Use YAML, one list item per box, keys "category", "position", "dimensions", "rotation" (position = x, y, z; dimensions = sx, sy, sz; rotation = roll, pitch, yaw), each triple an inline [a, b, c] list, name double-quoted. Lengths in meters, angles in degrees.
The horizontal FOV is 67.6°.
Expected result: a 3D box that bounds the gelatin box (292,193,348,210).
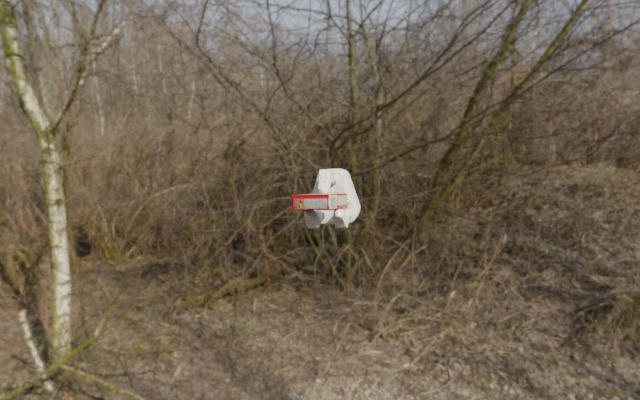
- category: "gelatin box"
  position: [0.000, 0.002, 0.869]
  dimensions: [0.073, 0.030, 0.089]
  rotation: [-1, 1, 25]
